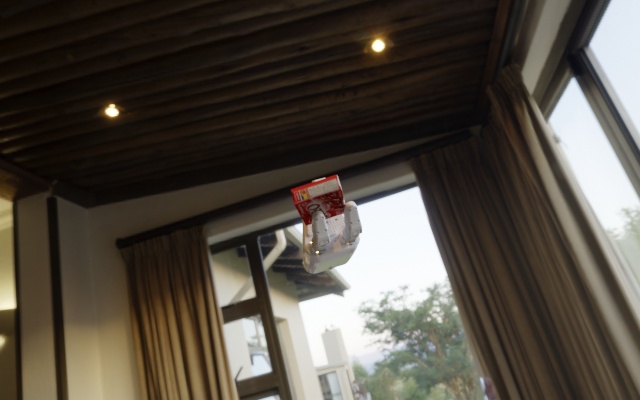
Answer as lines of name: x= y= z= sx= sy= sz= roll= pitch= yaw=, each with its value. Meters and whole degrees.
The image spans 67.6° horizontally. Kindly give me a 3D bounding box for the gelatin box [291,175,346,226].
gelatin box: x=0.000 y=0.002 z=0.733 sx=0.073 sy=0.030 sz=0.089 roll=-18 pitch=-26 yaw=2
